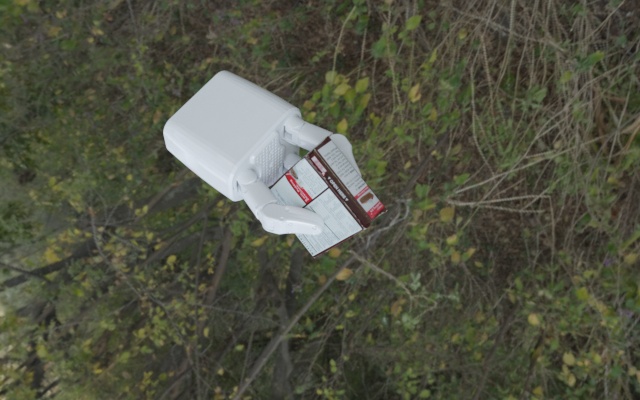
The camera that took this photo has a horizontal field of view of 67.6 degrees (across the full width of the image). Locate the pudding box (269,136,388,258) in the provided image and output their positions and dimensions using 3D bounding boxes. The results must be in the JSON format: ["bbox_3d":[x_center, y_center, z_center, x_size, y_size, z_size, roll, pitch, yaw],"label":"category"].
[{"bbox_3d":[0.000,0.002,0.476,0.039,0.090,0.113,-41,2,-32],"label":"pudding box"}]
